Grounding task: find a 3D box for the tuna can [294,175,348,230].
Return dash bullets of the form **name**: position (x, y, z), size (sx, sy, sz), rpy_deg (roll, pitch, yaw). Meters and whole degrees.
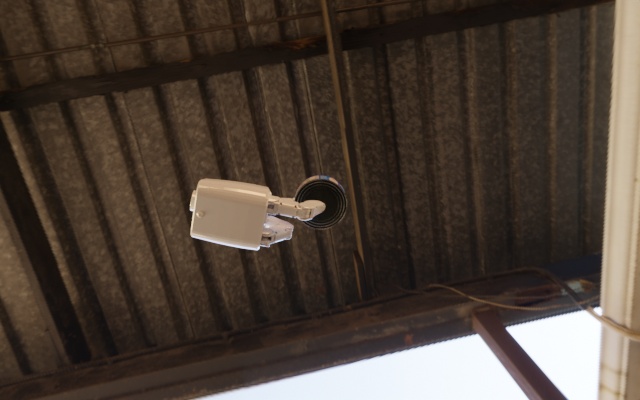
- **tuna can**: position (0.000, 0.002, 0.778), size (0.086, 0.086, 0.033), rpy_deg (0, 17, -2)
